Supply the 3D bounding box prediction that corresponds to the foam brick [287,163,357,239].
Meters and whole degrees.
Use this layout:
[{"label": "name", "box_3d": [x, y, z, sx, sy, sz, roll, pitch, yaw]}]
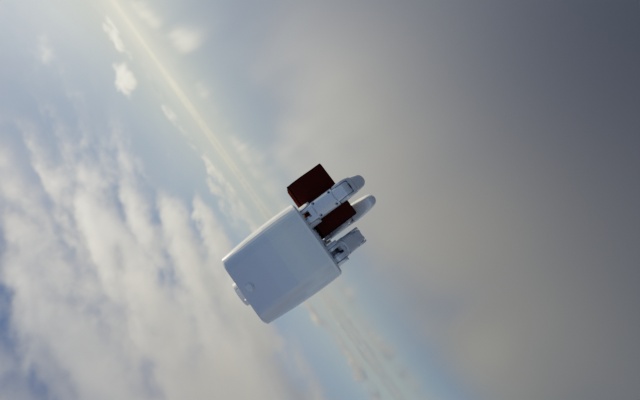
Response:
[{"label": "foam brick", "box_3d": [0.000, 0.002, 0.591, 0.051, 0.078, 0.053, -36, -4, -5]}]
